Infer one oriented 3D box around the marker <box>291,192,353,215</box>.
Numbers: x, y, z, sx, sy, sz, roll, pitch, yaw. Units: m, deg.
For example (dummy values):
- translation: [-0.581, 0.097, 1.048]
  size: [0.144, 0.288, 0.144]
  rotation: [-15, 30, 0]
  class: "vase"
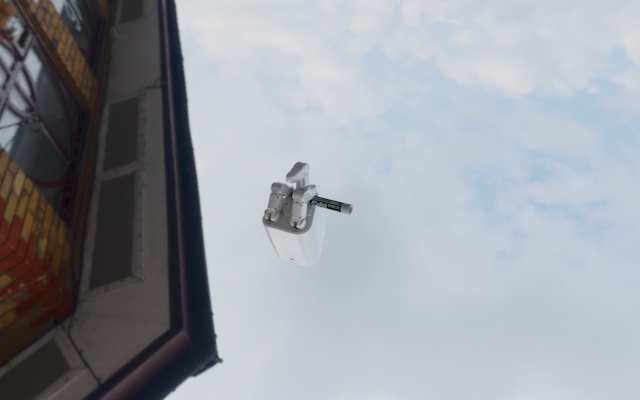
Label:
- translation: [0.000, 0.003, 0.856]
  size: [0.121, 0.020, 0.020]
  rotation: [14, 6, 26]
  class: "marker"
